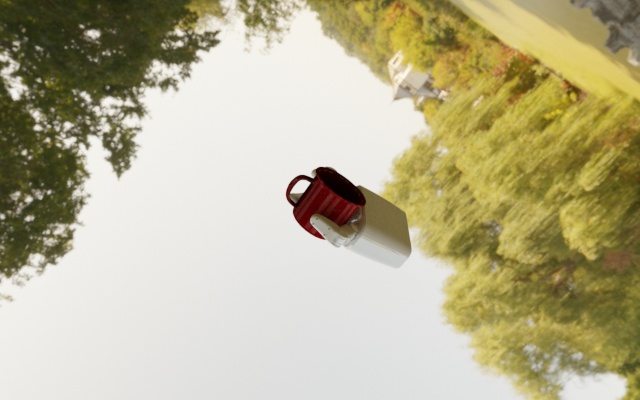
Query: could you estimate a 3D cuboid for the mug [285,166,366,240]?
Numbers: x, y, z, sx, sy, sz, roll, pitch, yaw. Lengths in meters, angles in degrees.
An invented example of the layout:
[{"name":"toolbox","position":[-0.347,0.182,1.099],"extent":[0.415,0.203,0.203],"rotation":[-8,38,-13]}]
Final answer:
[{"name":"mug","position":[-0.001,0.002,0.735],"extent":[0.117,0.081,0.093],"rotation":[26,24,-25]}]
